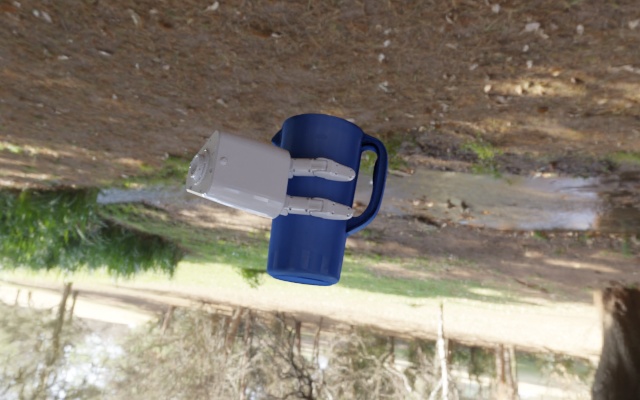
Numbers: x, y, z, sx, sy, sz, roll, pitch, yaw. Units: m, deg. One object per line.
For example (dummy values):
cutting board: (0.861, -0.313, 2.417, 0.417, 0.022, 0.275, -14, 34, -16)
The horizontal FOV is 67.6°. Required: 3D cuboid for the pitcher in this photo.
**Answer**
pitcher: (0.000, 0.002, 0.720, 0.145, 0.242, 0.149, 17, -18, -31)
